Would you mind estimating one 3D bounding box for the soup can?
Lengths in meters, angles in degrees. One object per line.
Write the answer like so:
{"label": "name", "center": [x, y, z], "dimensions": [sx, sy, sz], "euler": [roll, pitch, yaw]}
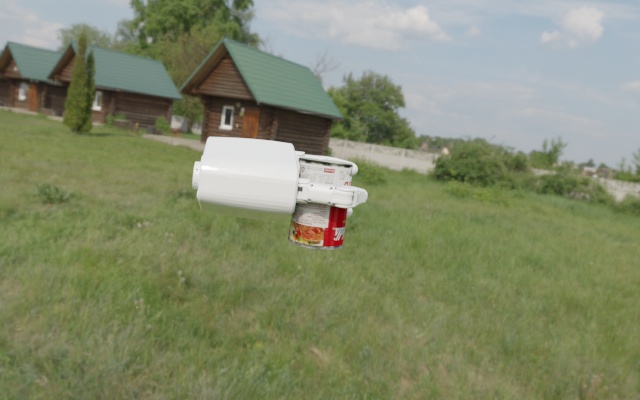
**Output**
{"label": "soup can", "center": [0.001, 0.002, 0.579], "dimensions": [0.068, 0.102, 0.068], "euler": [7, 7, -1]}
